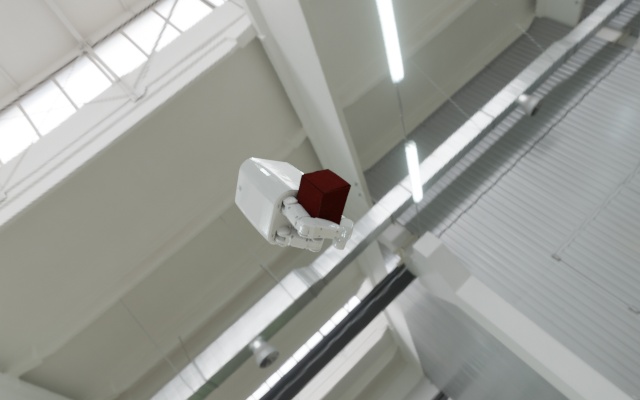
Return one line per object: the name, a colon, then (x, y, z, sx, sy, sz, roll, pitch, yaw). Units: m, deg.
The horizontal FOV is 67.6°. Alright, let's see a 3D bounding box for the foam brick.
foam brick: (0.000, 0.002, 0.679, 0.053, 0.078, 0.051, -15, 43, -38)
